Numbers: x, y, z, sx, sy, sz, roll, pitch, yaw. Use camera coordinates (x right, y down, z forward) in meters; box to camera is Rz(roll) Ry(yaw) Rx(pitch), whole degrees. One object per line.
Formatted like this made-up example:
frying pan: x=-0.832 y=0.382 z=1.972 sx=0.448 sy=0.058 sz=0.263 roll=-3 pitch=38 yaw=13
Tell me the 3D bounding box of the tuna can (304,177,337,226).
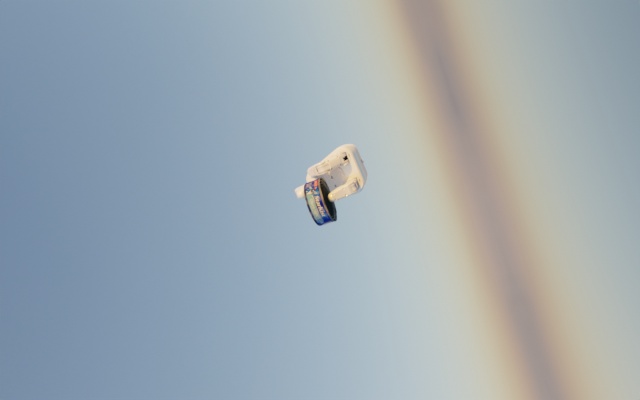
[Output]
tuna can: x=0.000 y=0.003 z=0.884 sx=0.034 sy=0.086 sz=0.086 roll=-19 pitch=-4 yaw=13
